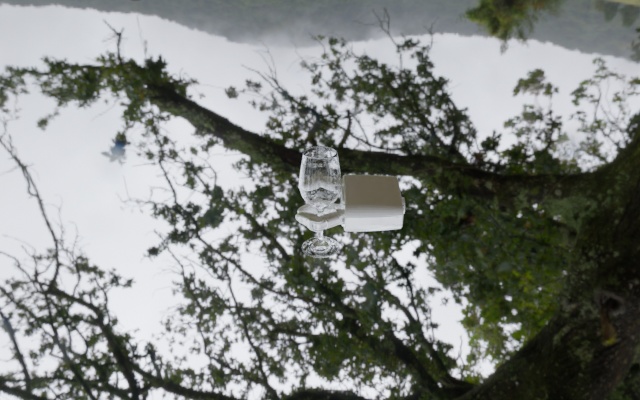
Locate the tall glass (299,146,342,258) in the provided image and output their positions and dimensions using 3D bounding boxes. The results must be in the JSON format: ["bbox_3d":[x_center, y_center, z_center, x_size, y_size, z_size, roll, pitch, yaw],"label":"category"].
[{"bbox_3d":[0.000,0.004,0.889,0.079,0.201,0.079,-1,27,0],"label":"tall glass"}]
